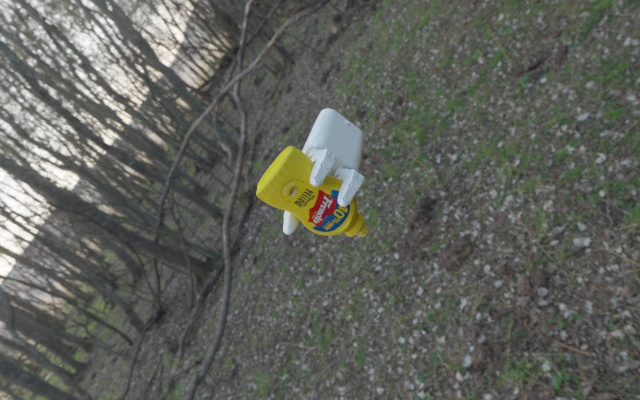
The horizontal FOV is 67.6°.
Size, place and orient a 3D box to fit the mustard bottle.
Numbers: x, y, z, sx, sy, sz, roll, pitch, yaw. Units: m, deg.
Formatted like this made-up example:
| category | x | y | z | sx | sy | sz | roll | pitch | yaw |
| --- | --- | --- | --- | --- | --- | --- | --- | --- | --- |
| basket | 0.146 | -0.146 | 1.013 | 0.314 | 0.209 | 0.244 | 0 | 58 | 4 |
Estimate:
| category | x | y | z | sx | sy | sz | roll | pitch | yaw |
| --- | --- | --- | --- | --- | --- | --- | --- | --- | --- |
| mustard bottle | 0.000 | 0.003 | 0.763 | 0.192 | 0.096 | 0.058 | 34 | 21 | -19 |
